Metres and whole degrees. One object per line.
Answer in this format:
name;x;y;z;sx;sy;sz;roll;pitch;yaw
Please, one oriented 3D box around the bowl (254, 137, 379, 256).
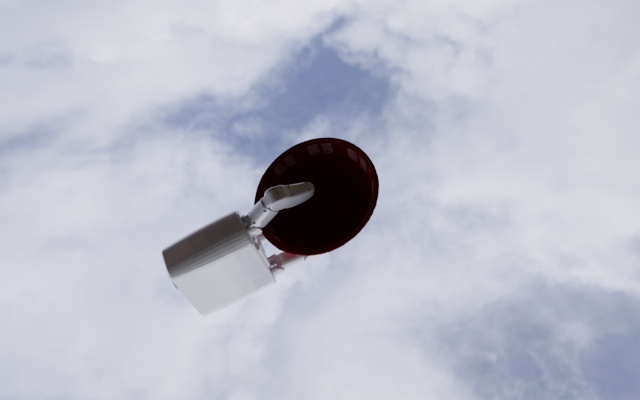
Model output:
bowl;0.001;0.002;0.605;0.162;0.162;0.055;0;-25;21
